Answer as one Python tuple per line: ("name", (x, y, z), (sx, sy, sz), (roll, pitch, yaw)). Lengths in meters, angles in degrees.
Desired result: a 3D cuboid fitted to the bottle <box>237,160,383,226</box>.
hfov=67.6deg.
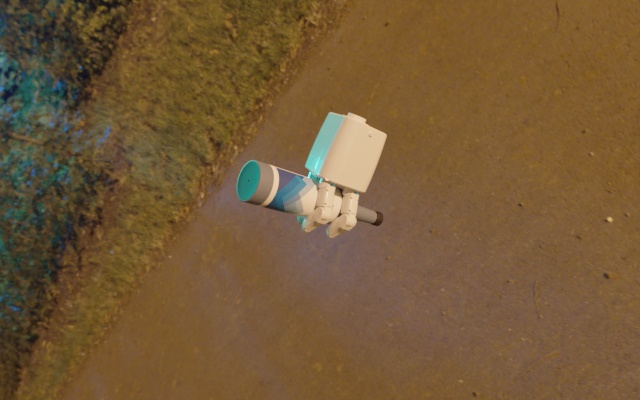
("bottle", (0.000, 0.003, 0.817), (0.296, 0.069, 0.069), (17, -11, -39))
